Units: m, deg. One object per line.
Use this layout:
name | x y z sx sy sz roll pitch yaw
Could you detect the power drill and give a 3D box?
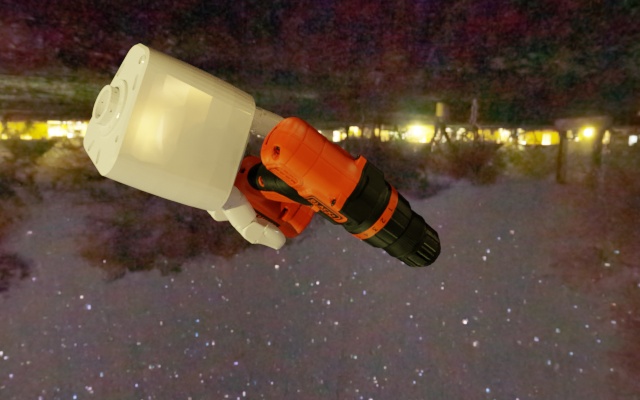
power drill | 0.000 0.001 0.451 0.184 0.057 0.187 38 -20 -23
